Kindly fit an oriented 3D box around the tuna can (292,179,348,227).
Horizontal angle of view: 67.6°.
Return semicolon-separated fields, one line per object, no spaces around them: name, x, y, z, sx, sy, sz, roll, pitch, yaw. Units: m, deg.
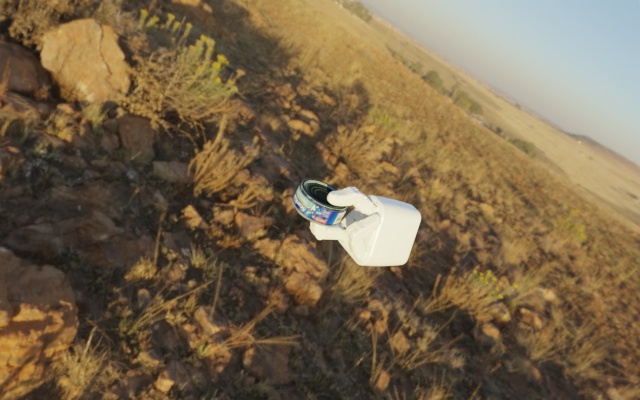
tuna can;0.000;0.002;0.759;0.086;0.034;0.086;23;26;-12
